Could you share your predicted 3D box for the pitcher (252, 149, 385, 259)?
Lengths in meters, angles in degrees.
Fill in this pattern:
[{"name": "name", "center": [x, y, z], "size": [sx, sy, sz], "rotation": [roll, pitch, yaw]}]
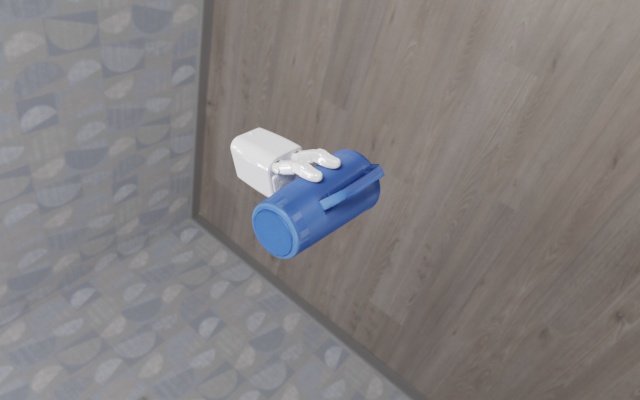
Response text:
[{"name": "pitcher", "center": [0.000, 0.003, 0.874], "size": [0.145, 0.149, 0.242], "rotation": [31, 42, 26]}]
